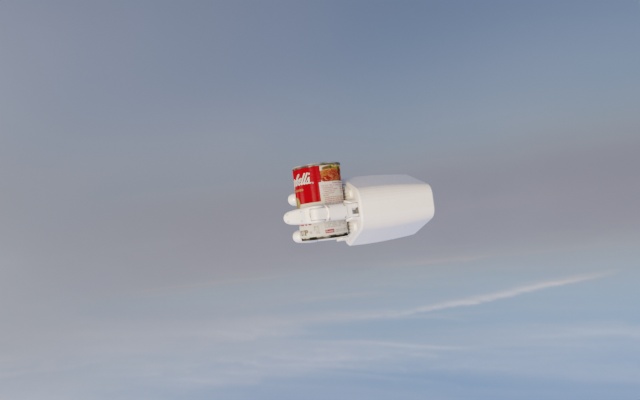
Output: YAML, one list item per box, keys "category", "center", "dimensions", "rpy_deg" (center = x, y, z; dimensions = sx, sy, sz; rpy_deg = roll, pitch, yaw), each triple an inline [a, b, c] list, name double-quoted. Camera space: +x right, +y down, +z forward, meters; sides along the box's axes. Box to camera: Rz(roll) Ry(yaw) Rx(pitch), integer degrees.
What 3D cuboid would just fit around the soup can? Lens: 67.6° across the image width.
- category: "soup can"
  center: [0.000, 0.003, 0.664]
  dimensions: [0.068, 0.102, 0.068]
  rpy_deg: [-7, -3, 0]
